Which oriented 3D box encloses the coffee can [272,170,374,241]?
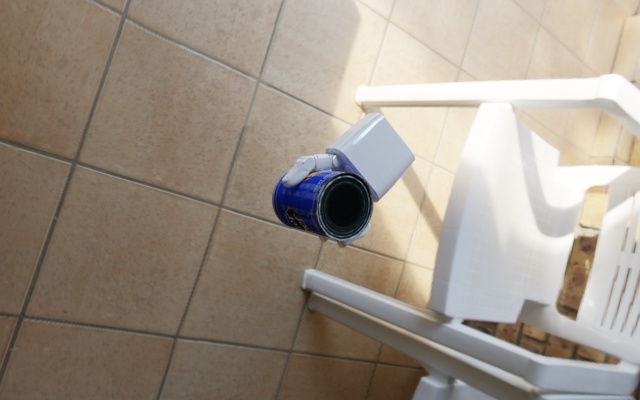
[{"bbox_3d":[0.000,0.003,0.752,0.103,0.103,0.140,0,6,-33],"label":"coffee can"}]
